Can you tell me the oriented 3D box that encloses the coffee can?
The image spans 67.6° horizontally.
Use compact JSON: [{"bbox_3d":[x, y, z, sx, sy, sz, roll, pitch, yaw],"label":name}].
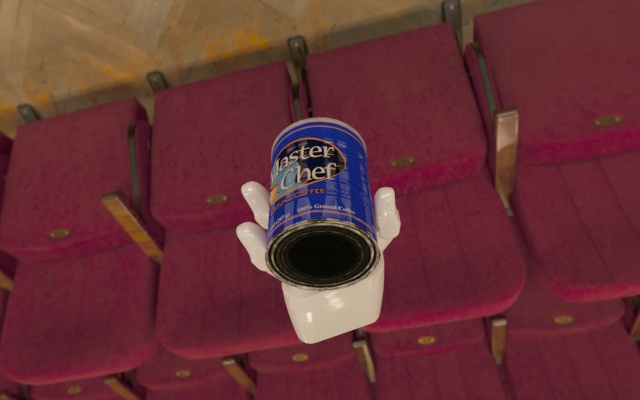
[{"bbox_3d":[0.000,0.001,0.469,0.103,0.140,0.103,-1,-44,-1],"label":"coffee can"}]
